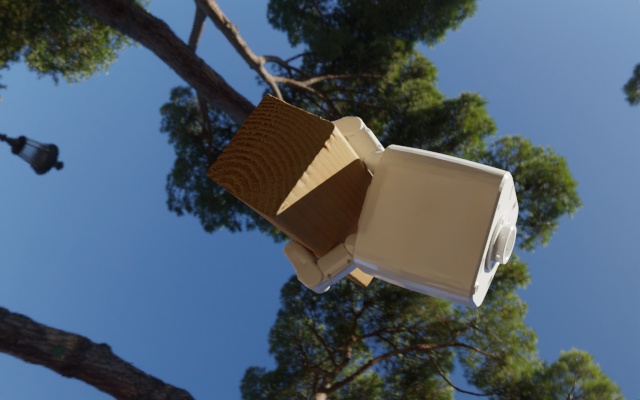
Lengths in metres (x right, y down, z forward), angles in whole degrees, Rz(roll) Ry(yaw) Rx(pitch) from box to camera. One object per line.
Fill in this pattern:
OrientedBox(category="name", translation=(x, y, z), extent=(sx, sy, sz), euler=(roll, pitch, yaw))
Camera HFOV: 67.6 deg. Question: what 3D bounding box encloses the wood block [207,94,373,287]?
OrientedBox(category="wood block", translation=(0.000, 0.002, 0.470), extent=(0.090, 0.091, 0.206), euler=(31, -8, 35))
